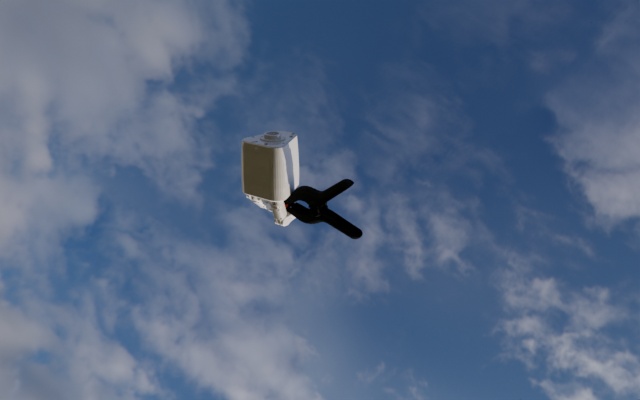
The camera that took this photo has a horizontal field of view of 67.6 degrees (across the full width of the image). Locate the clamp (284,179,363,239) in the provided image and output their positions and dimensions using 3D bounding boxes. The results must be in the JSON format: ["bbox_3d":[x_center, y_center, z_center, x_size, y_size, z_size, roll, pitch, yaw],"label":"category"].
[{"bbox_3d":[0.000,0.003,0.897,0.171,0.120,0.039,13,28,25],"label":"clamp"}]
